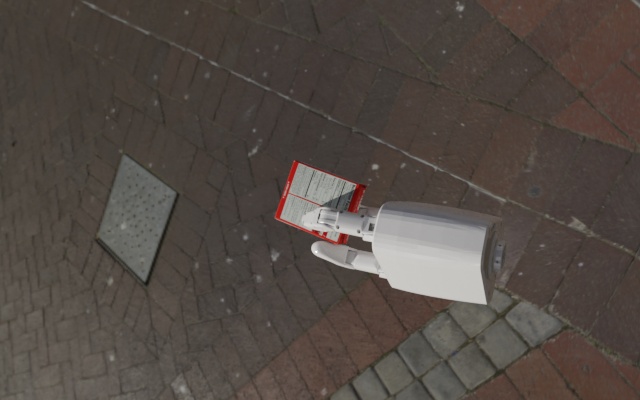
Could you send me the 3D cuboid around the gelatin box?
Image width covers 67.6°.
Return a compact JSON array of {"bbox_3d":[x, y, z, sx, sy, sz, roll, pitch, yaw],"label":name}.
[{"bbox_3d":[0.000,0.002,0.553,0.089,0.073,0.030,21,7,21],"label":"gelatin box"}]
